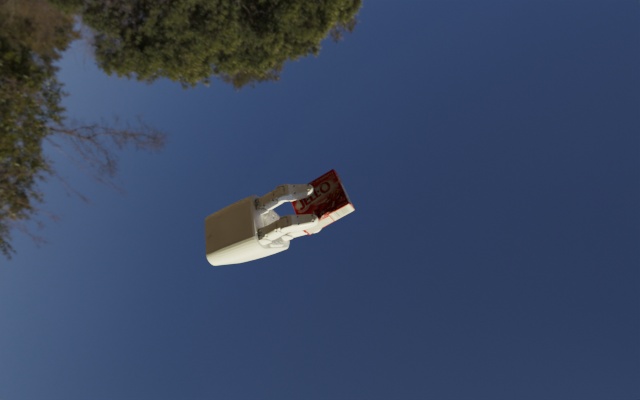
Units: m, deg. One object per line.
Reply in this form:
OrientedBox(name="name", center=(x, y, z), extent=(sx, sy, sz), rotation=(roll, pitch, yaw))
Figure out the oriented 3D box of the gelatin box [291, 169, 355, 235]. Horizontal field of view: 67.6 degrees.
OrientedBox(name="gelatin box", center=(0.001, 0.003, 0.774), extent=(0.089, 0.073, 0.030), rotation=(-29, -32, 10))
